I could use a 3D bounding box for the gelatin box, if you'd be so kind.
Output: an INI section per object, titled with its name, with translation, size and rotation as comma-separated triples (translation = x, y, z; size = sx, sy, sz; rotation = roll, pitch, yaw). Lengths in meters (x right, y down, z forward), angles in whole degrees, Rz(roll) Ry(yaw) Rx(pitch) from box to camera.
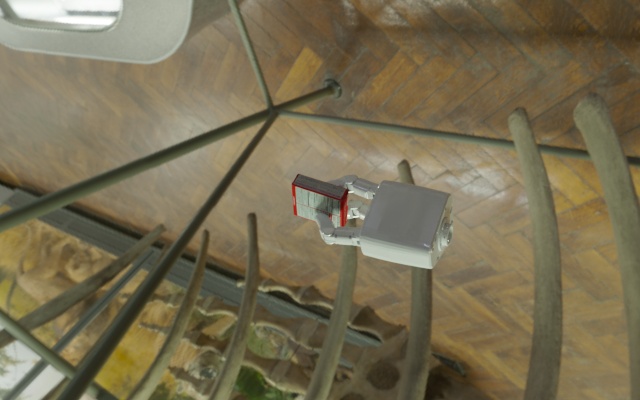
[gelatin box]
translation = 0.000, 0.003, 0.759
size = 0.089, 0.030, 0.073
rotation = 17, -39, 16
